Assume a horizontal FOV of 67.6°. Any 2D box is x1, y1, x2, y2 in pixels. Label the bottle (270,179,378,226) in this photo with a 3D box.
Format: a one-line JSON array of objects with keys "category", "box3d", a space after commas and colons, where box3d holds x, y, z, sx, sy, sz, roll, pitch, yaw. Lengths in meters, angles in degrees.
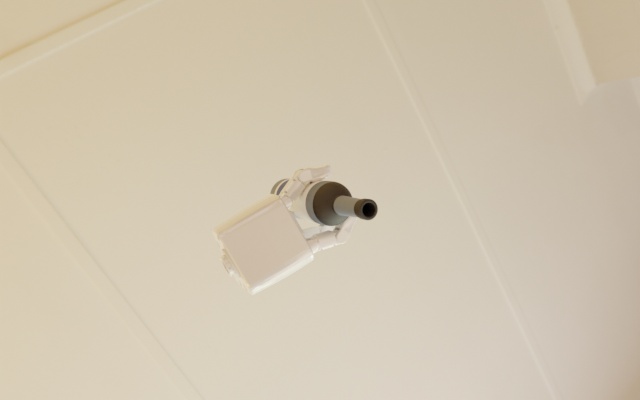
[{"category": "bottle", "box3d": [0.000, 0.002, 0.736, 0.069, 0.069, 0.295, 0, 4, -25]}]
